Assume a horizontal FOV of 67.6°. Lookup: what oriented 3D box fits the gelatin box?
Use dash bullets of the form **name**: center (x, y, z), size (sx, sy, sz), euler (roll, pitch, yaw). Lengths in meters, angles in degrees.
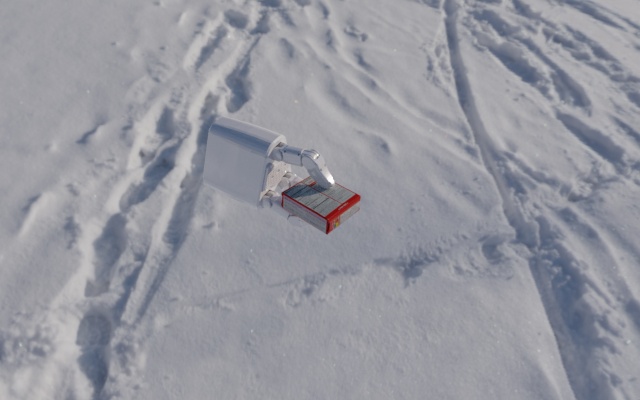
- **gelatin box**: center (0.000, 0.002, 0.675), size (0.089, 0.030, 0.073), euler (29, 44, 30)
